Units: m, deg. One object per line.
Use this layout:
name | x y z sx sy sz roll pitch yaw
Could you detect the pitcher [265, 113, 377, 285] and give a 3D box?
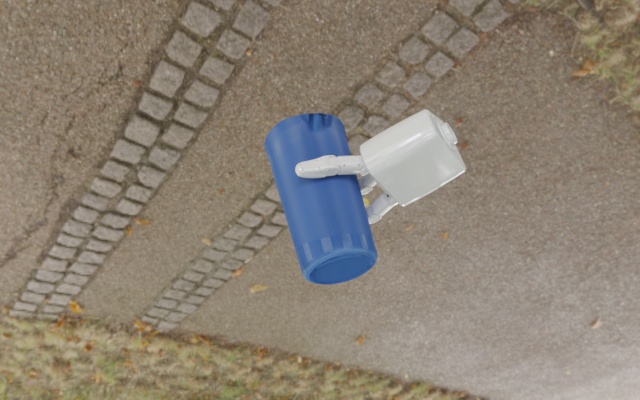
pitcher | 0.000 0.002 0.726 0.145 0.242 0.149 -28 -33 22
